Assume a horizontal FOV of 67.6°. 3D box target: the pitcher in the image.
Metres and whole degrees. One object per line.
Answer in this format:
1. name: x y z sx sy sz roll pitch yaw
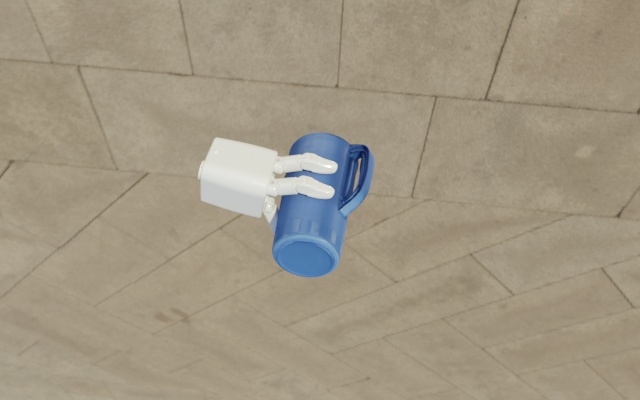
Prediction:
1. pitcher: 0.000 0.003 0.815 0.145 0.242 0.149 15 -44 -6
